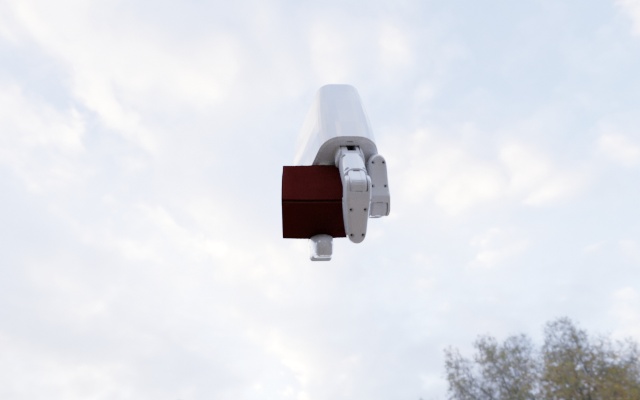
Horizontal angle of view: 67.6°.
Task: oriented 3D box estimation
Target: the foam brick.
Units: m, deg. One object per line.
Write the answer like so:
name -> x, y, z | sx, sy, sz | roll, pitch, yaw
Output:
foam brick -> 0.000, 0.002, 0.462 | 0.078, 0.053, 0.051 | 0, 45, -6
